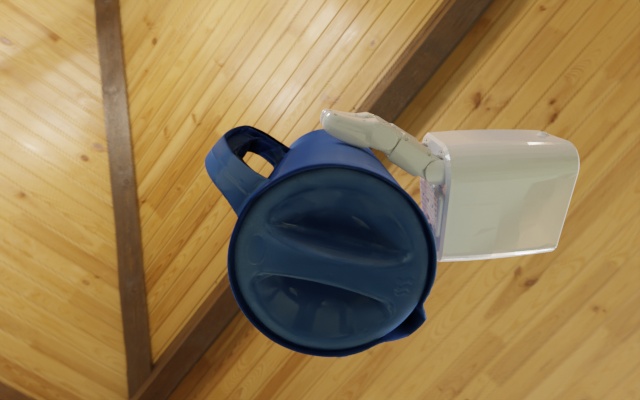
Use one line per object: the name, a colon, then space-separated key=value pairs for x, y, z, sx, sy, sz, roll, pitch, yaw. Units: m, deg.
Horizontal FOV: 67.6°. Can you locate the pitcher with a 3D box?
pitcher: x=0.000 y=0.001 z=0.407 sx=0.145 sy=0.149 sz=0.242 roll=-4 pitch=17 yaw=1
